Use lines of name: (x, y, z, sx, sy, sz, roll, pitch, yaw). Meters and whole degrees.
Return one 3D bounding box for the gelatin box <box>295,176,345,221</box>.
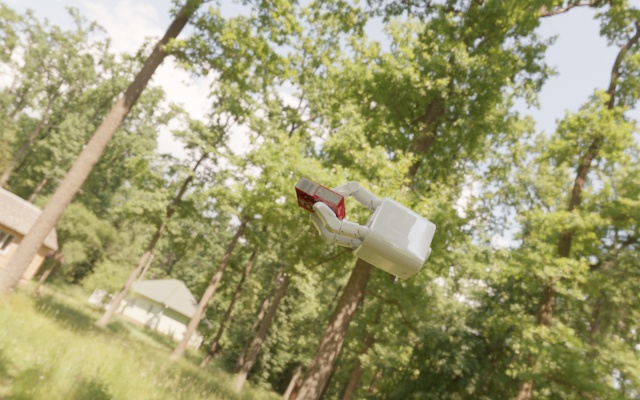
gelatin box: (0.000, 0.002, 0.850, 0.089, 0.030, 0.073, 27, -22, 16)
